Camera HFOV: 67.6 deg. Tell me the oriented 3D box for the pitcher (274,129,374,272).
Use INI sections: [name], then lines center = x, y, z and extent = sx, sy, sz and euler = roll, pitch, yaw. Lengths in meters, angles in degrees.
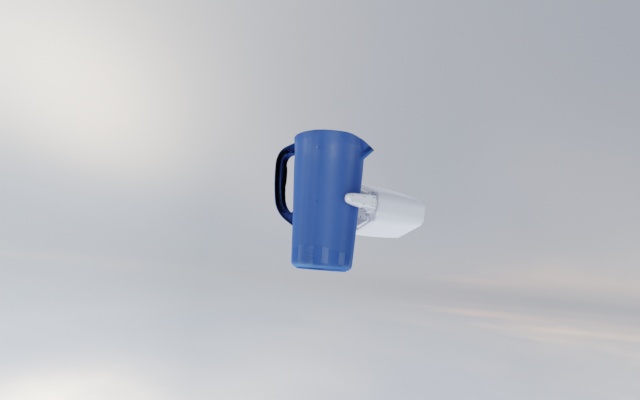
[pitcher]
center = 0.000, 0.003, 0.862
extent = 0.145, 0.242, 0.149
euler = 8, -10, -22
